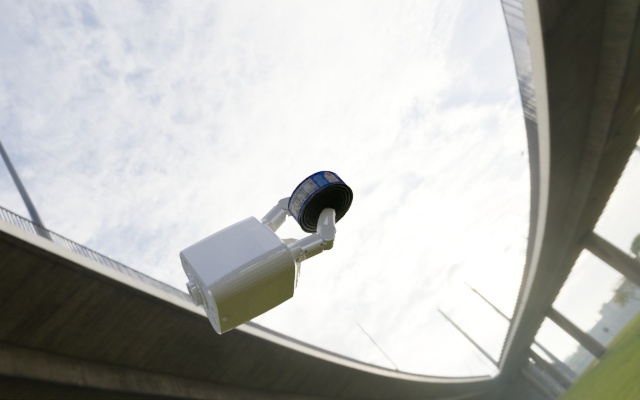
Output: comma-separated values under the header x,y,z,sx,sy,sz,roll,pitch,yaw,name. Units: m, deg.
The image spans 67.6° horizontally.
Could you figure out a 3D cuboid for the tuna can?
x,y,z,sx,sy,sz,roll,pitch,yaw,name
0.000,0.002,0.638,0.086,0.086,0.033,0,38,-43,tuna can
